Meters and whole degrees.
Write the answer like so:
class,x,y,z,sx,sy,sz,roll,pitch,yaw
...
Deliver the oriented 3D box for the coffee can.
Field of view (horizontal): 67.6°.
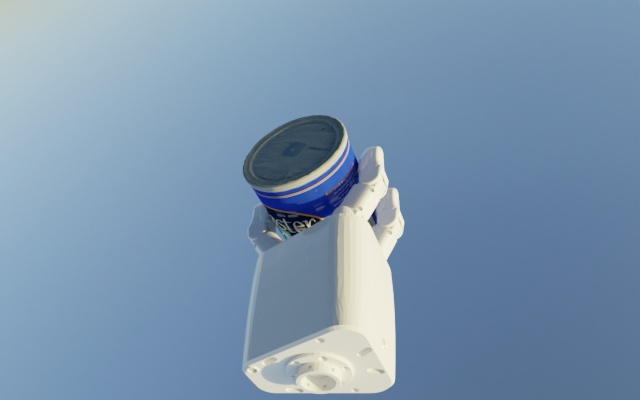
class,x,y,z,sx,sy,sz,roll,pitch,yaw
coffee can,0.000,0.001,0.478,0.103,0.140,0.102,-17,39,14
